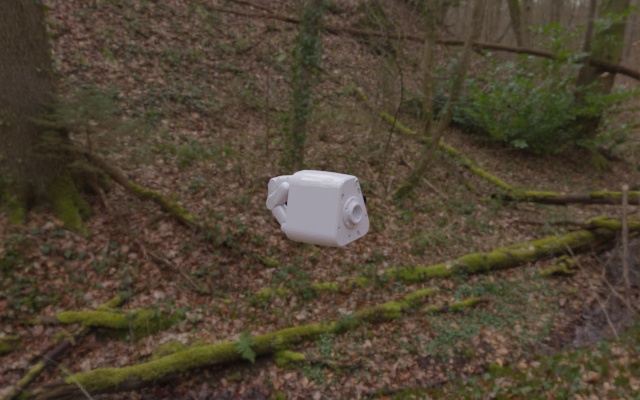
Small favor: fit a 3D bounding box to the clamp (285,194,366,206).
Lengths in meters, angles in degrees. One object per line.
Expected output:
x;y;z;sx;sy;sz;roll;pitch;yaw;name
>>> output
0.000;0.002;0.891;0.120;0.039;0.171;6;17;40;clamp
